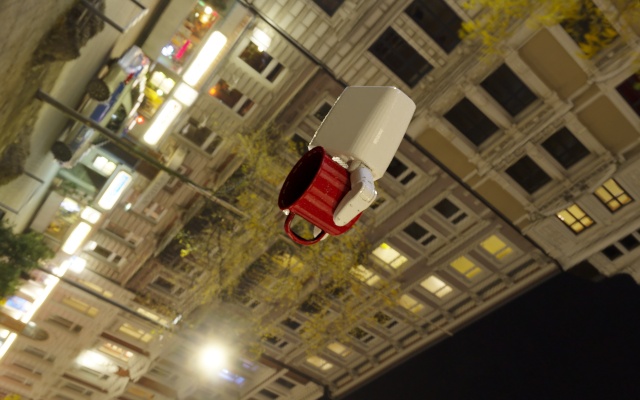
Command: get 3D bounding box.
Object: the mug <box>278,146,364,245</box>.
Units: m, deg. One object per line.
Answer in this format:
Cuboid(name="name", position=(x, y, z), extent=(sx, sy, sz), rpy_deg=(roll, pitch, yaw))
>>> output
Cuboid(name="mug", position=(0.000, 0.003, 0.600), extent=(0.081, 0.117, 0.093), rpy_deg=(34, -11, -23))
